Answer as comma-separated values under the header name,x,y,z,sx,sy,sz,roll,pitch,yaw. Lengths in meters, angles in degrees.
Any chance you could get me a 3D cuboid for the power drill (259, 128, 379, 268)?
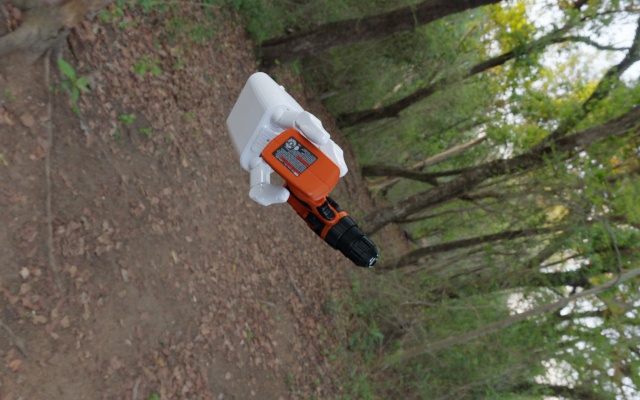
name,x,y,z,sx,sy,sz,roll,pitch,yaw
power drill,0.000,0.002,0.637,0.184,0.057,0.188,40,-14,25
